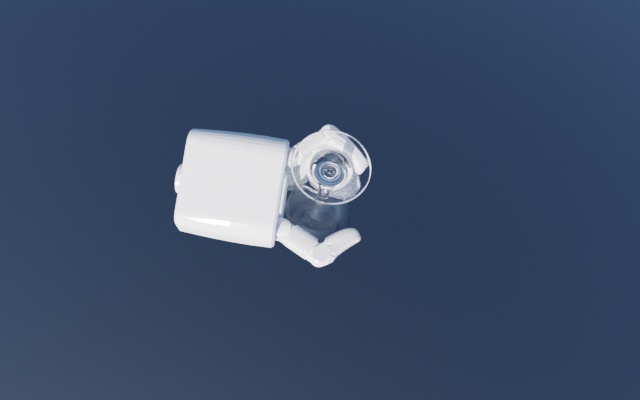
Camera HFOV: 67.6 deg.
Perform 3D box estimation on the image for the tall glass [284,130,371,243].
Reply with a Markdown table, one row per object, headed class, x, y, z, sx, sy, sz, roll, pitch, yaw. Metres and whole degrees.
| class | x | y | z | sx | sy | sz | roll | pitch | yaw |
| --- | --- | --- | --- | --- | --- | --- | --- | --- | --- |
| tall glass | 0.000 | 0.002 | 0.526 | 0.079 | 0.079 | 0.201 | 0 | -19 | -6 |
